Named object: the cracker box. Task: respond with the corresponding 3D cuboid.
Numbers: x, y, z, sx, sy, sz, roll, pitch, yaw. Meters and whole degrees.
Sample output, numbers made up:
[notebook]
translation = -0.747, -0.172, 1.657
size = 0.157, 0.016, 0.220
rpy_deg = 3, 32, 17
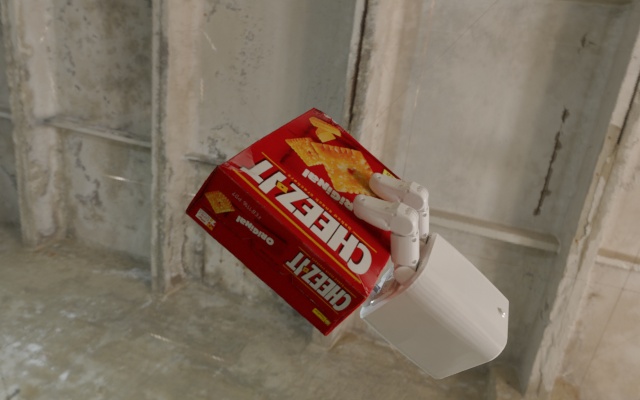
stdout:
[cracker box]
translation = 0.000, 0.002, 0.479
size = 0.072, 0.164, 0.213
rpy_deg = -50, -1, 32
